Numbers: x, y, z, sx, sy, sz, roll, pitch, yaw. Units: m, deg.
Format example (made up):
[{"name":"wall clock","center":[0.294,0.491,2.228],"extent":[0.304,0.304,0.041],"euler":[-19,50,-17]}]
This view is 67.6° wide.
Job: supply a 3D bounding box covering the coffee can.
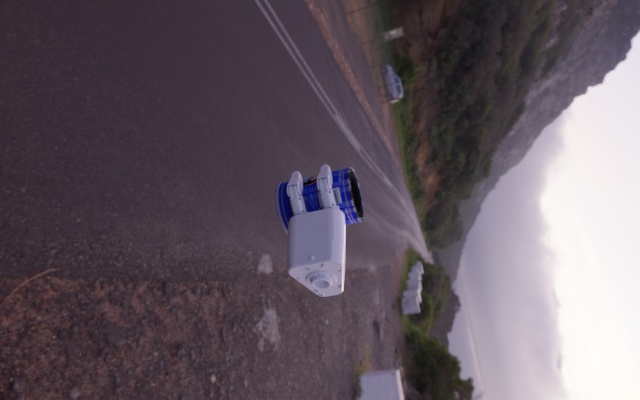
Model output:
[{"name":"coffee can","center":[0.000,0.003,0.878],"extent":[0.140,0.103,0.103],"euler":[-12,-3,14]}]
